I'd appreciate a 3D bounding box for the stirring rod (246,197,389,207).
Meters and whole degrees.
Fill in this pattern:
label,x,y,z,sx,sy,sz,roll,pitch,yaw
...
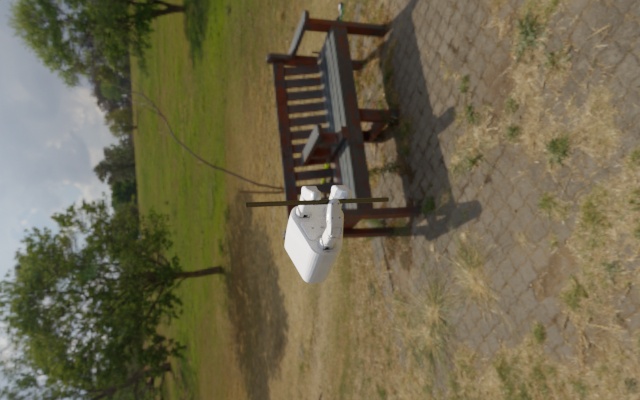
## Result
label,x,y,z,sx,sy,sz,roll,pitch,yaw
stirring rod,0.000,0.003,0.777,0.239,0.011,0.011,-2,1,-18
